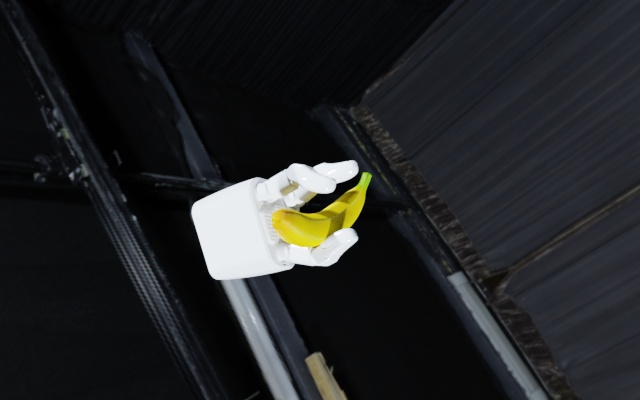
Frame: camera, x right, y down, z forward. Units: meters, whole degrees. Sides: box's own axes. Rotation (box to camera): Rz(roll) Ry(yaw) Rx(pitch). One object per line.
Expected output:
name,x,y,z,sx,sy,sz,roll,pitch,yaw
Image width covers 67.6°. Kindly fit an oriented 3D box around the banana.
banana,0.002,0.019,0.555,0.037,0.070,0.197,10,20,29
